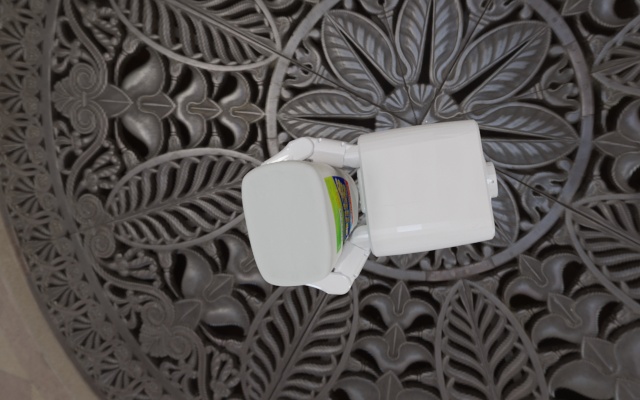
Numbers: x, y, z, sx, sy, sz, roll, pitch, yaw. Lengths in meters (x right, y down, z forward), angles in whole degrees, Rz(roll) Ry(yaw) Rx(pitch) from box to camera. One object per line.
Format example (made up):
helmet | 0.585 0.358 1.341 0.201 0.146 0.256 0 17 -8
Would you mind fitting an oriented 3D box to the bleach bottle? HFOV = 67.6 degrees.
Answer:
bleach bottle | 0.000 0.002 0.485 0.068 0.102 0.251 -7 8 13
